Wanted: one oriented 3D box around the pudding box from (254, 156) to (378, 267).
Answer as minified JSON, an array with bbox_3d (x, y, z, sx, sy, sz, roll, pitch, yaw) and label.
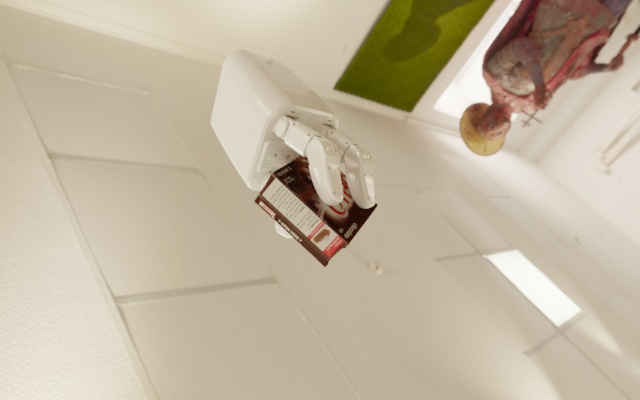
[{"bbox_3d":[0.000,0.002,0.455,0.090,0.039,0.113,42,28,3],"label":"pudding box"}]
